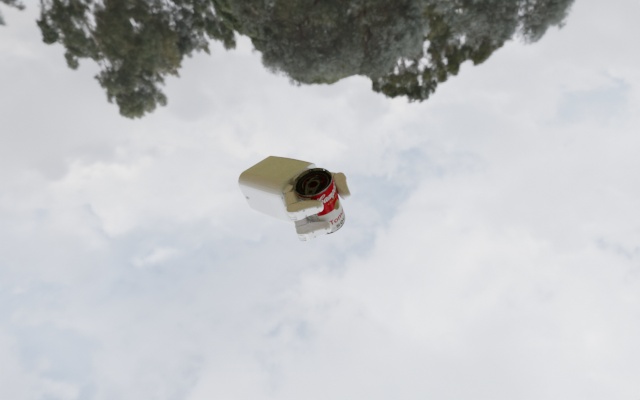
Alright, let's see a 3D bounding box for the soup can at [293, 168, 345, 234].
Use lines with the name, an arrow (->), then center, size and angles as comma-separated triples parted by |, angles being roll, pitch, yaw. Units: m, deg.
soup can -> 0.001, 0.003, 0.834 | 0.068, 0.068, 0.102 | 0, -44, 22
